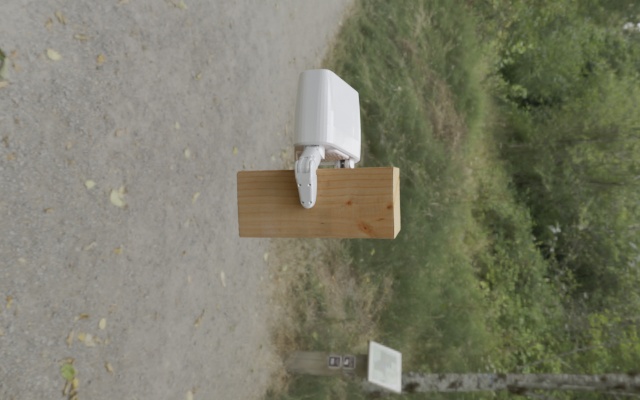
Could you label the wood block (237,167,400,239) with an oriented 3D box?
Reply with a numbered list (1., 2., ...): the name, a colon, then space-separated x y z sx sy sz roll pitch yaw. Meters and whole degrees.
1. wood block: 0.000 0.002 0.649 0.206 0.090 0.091 -1 3 14
